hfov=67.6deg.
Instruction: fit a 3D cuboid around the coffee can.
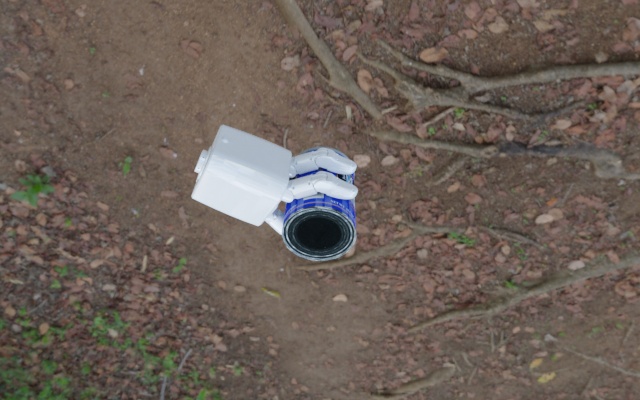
[{"bbox_3d":[0.000,0.002,0.701,0.103,0.103,0.140,0,41,2],"label":"coffee can"}]
